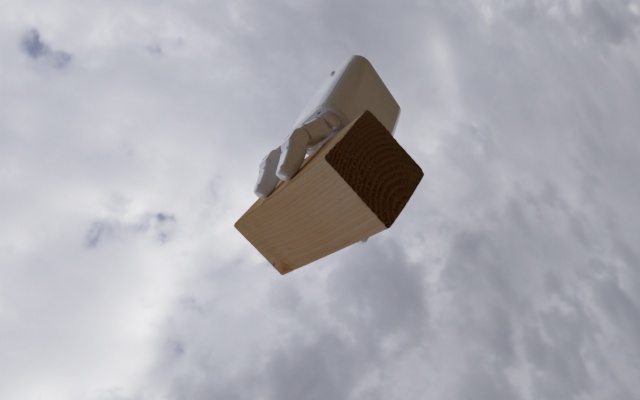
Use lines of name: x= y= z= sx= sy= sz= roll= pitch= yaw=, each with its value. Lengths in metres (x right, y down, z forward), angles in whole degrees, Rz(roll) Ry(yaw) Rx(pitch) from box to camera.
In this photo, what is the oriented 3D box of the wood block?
wood block: x=0.000 y=0.002 z=0.529 sx=0.206 sy=0.091 sz=0.090 roll=-32 pitch=15 yaw=52
